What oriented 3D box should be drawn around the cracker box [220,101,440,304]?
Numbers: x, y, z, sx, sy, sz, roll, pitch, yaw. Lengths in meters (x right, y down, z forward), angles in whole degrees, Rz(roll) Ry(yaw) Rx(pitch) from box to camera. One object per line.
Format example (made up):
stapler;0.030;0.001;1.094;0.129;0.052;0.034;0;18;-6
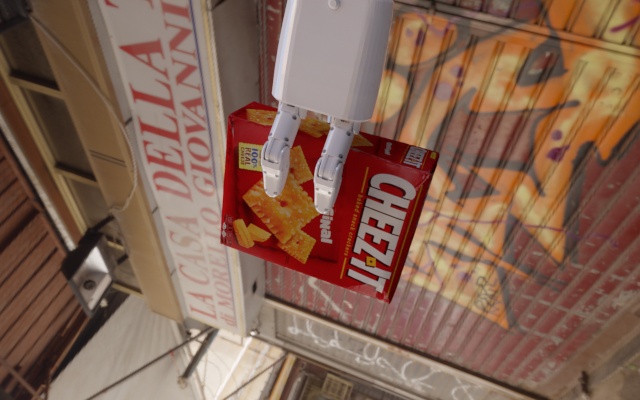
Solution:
cracker box;0.000;0.002;0.523;0.213;0.164;0.072;18;29;12
